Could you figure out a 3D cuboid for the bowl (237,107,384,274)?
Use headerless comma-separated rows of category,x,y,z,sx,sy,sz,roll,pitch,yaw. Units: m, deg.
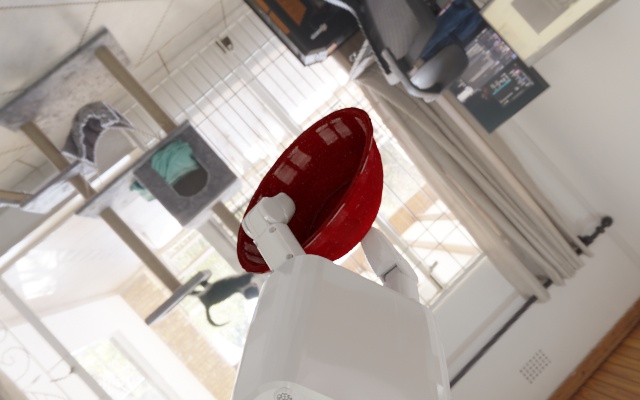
bowl,0.000,0.001,0.404,0.055,0.162,0.162,37,-19,-27
